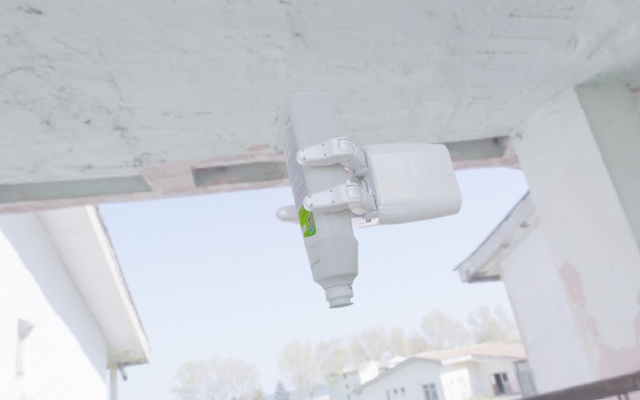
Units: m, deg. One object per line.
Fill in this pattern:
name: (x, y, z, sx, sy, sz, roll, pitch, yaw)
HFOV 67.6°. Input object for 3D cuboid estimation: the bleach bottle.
bleach bottle: (0.000, 0.002, 0.567, 0.068, 0.250, 0.103, -4, -21, -15)
